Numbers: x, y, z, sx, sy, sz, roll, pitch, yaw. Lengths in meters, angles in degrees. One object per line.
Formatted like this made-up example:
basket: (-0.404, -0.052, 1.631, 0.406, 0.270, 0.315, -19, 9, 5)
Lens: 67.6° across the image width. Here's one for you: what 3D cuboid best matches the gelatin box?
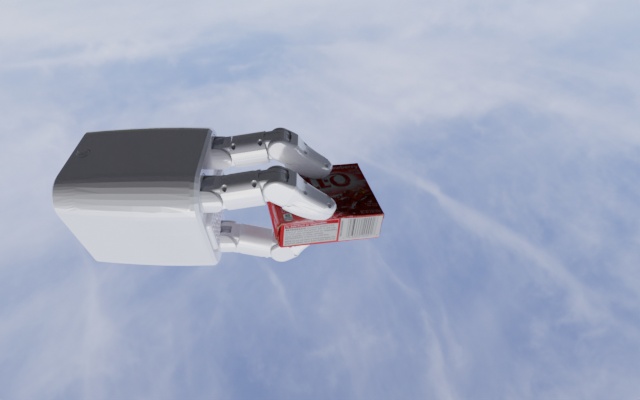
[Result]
gelatin box: (0.000, 0.002, 0.407, 0.089, 0.030, 0.073, -5, 40, -15)
